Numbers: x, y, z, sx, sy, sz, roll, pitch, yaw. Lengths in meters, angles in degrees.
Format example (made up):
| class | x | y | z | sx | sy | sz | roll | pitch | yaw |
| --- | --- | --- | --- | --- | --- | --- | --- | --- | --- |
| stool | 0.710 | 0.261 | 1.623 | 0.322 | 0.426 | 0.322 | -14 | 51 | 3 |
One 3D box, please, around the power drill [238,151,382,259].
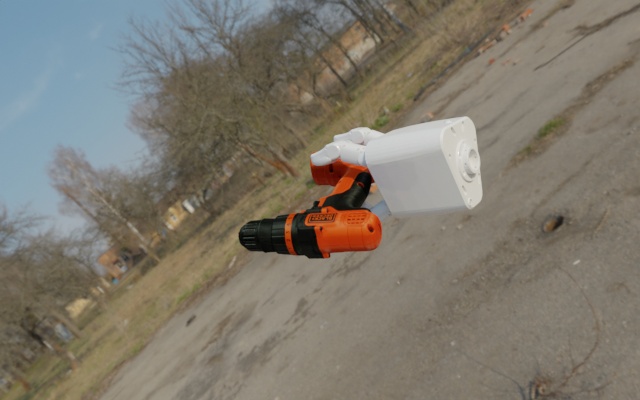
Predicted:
| class | x | y | z | sx | sy | sz | roll | pitch | yaw |
| --- | --- | --- | --- | --- | --- | --- | --- | --- | --- |
| power drill | 0.000 | 0.002 | 0.637 | 0.184 | 0.057 | 0.187 | -2 | 37 | 19 |
